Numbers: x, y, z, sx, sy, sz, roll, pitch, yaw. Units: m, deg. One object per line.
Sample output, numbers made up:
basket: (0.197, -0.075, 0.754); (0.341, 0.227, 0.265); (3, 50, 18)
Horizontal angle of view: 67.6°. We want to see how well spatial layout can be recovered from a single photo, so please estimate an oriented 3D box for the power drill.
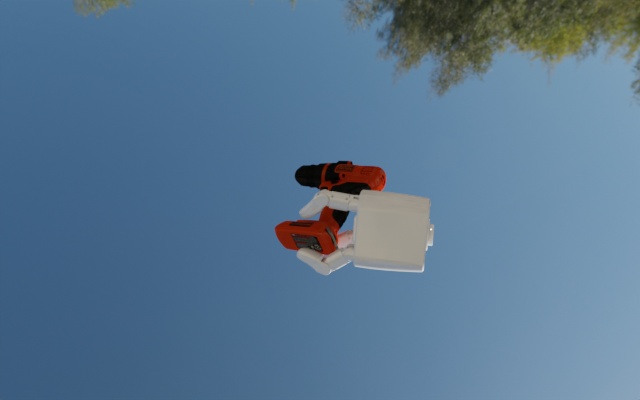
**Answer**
power drill: (0.000, 0.003, 0.821); (0.184, 0.057, 0.187); (3, 45, 35)
